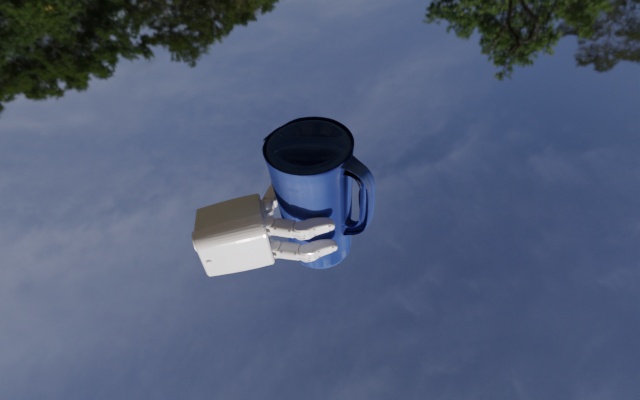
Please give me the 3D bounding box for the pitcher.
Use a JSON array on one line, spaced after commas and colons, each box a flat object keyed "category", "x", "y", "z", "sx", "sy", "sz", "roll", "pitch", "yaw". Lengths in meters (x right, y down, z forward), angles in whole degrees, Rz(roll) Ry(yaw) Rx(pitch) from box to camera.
[{"category": "pitcher", "x": 0.000, "y": 0.002, "z": 0.761, "sx": 0.145, "sy": 0.243, "sz": 0.149, "roll": -12, "pitch": 46, "yaw": -5}]
